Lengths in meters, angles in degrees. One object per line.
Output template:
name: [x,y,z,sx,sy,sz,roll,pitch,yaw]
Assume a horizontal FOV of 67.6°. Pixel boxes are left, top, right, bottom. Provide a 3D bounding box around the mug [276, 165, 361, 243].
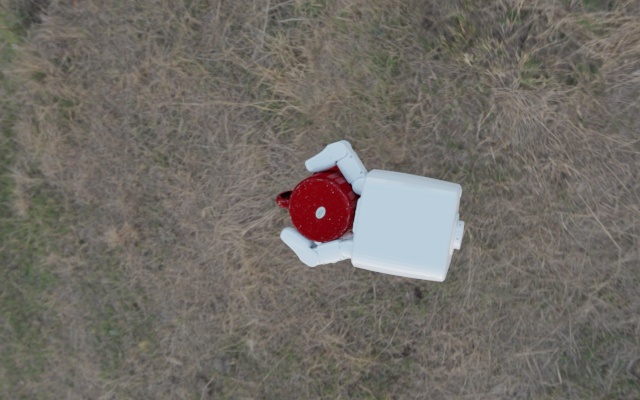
mug: [-0.001,0.002,0.600,0.117,0.093,0.081,9,15,19]
